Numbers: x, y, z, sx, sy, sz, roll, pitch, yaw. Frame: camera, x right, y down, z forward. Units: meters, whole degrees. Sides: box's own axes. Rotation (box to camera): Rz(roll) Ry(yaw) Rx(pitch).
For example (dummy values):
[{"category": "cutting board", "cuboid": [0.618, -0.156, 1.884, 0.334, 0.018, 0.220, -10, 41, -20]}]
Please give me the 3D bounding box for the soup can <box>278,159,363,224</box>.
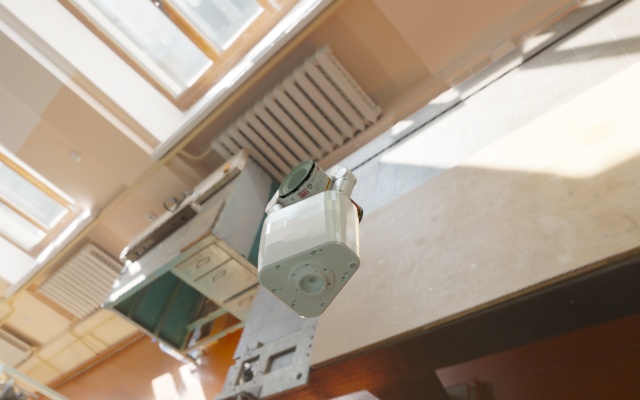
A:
[{"category": "soup can", "cuboid": [0.000, 0.002, 0.650, 0.102, 0.068, 0.068, 44, -19, -22]}]
